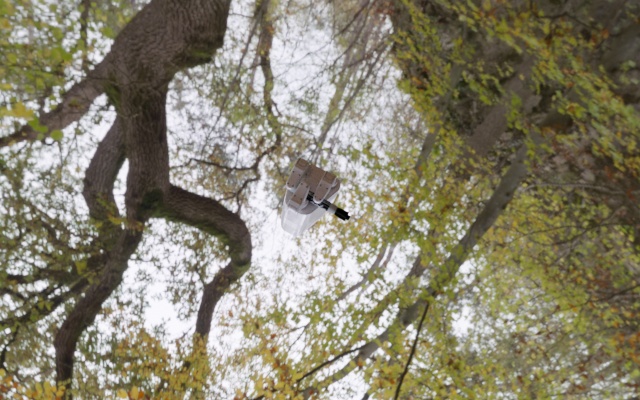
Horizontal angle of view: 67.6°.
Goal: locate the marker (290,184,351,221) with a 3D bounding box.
[{"bbox_3d":[0.000,0.003,0.866,0.121,0.020,0.020,29,2,4],"label":"marker"}]
